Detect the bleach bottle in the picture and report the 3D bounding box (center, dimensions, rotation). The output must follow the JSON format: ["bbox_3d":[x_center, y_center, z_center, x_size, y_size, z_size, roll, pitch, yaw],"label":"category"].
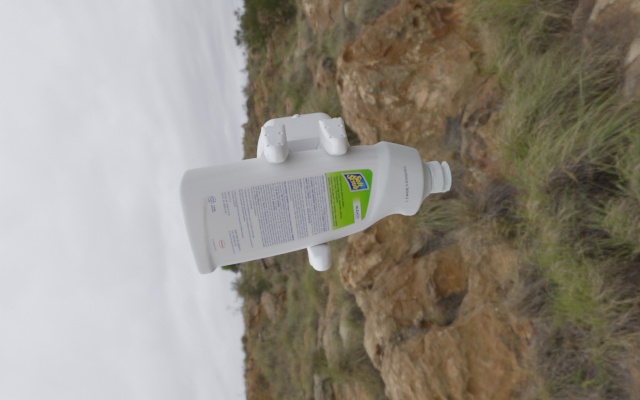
[{"bbox_3d":[0.000,0.001,0.462,0.251,0.103,0.068,-8,25,-3],"label":"bleach bottle"}]
